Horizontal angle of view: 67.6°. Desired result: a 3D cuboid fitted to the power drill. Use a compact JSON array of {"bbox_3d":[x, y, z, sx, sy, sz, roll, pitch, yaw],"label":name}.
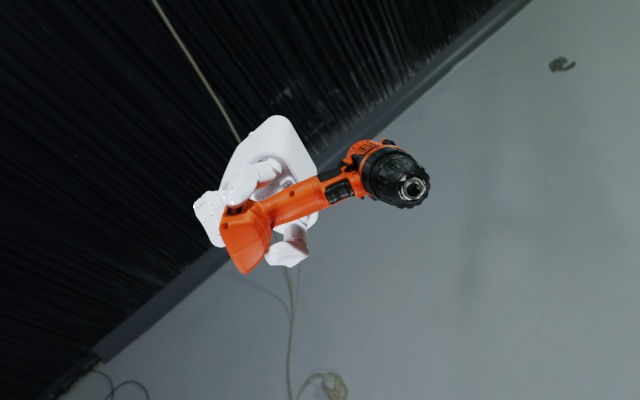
[{"bbox_3d":[0.000,0.002,0.457,0.187,0.057,0.184,-24,12,-1],"label":"power drill"}]
